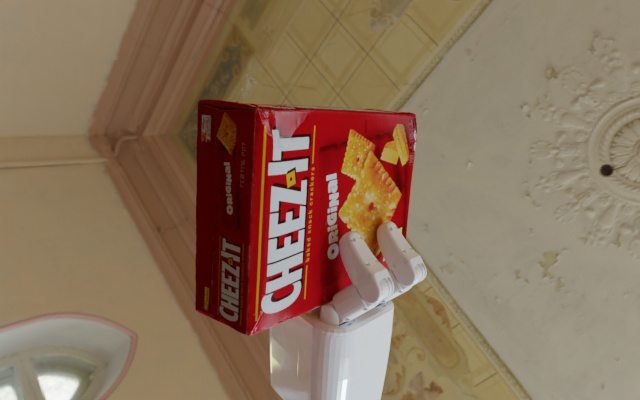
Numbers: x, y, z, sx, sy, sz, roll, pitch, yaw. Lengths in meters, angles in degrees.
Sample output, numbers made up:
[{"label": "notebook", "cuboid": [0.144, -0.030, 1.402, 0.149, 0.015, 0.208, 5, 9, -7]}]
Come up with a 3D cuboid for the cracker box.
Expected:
[{"label": "cracker box", "cuboid": [0.000, 0.001, 0.415, 0.072, 0.164, 0.213, 13, 15, 38]}]
